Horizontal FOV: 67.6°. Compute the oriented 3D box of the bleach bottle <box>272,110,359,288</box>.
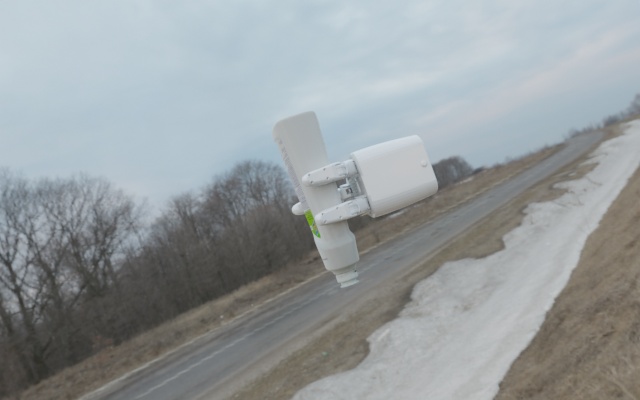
[{"bbox_3d":[0.000,0.002,0.696,0.068,0.251,0.102,-19,-2,-8],"label":"bleach bottle"}]
